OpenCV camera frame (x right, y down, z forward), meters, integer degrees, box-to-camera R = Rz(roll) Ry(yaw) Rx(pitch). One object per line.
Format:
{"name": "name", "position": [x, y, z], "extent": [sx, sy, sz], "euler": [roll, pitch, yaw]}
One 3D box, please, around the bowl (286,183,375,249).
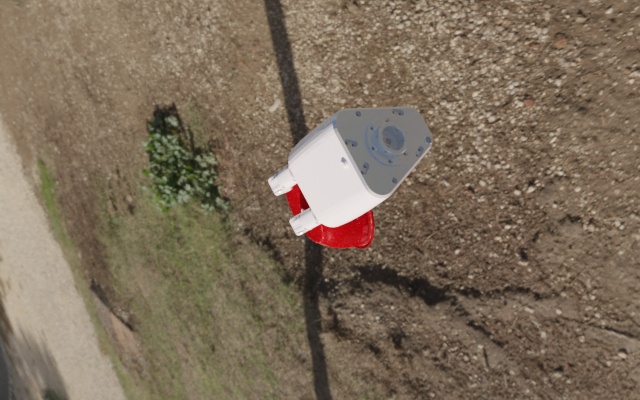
{"name": "bowl", "position": [-0.001, 0.003, 0.620], "extent": [0.055, 0.162, 0.162], "euler": [-27, 10, -21]}
